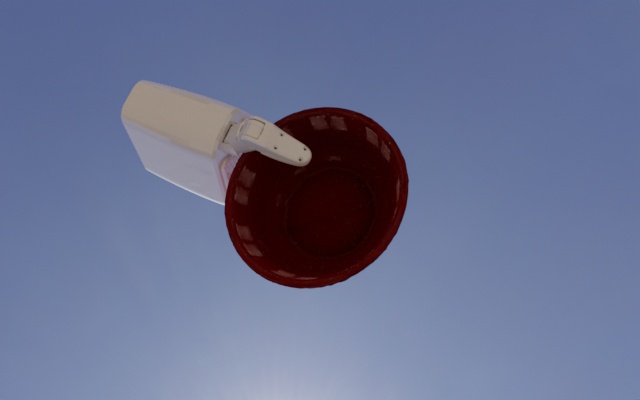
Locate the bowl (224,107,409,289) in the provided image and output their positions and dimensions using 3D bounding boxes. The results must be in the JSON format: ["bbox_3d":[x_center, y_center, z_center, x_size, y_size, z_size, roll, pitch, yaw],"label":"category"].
[{"bbox_3d":[0.001,0.002,0.420,0.162,0.162,0.055,0,-20,19],"label":"bowl"}]
